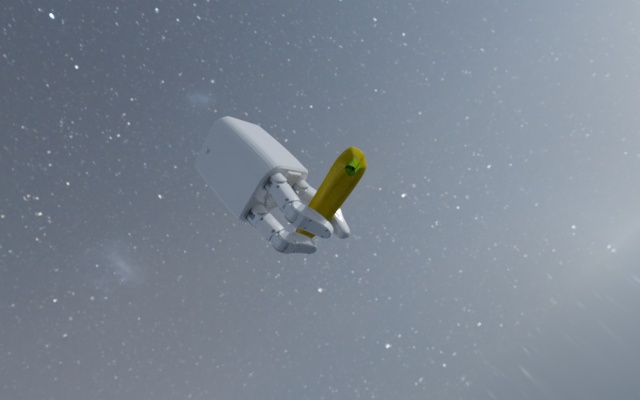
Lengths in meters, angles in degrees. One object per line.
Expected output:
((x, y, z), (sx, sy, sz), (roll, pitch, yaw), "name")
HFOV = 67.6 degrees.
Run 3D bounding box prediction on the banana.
((0.013, -0.010, 0.586), (0.069, 0.037, 0.198), (-41, -10, -34), "banana")
